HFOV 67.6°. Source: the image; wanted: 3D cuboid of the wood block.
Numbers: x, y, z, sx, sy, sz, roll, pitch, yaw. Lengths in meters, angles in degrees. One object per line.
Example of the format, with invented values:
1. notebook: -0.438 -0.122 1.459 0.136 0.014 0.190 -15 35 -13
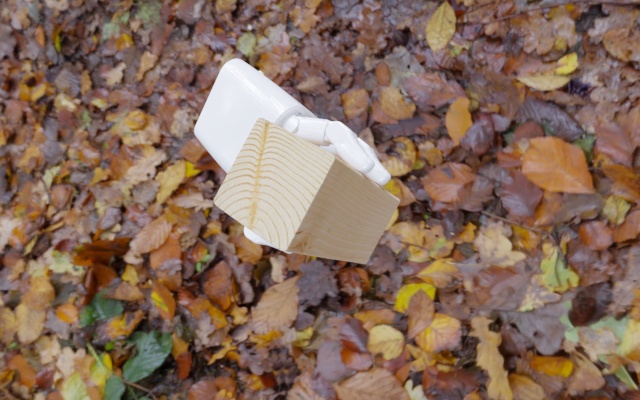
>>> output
1. wood block: 0.000 0.002 0.495 0.090 0.091 0.206 31 4 26
